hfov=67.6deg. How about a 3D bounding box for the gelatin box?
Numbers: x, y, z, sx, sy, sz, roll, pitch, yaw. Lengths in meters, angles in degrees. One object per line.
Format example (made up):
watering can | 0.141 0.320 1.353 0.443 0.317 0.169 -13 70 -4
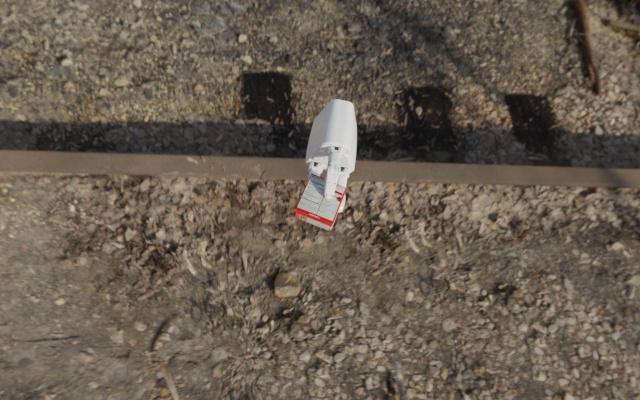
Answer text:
gelatin box | 0.000 0.003 0.879 0.073 0.089 0.030 22 -31 1
